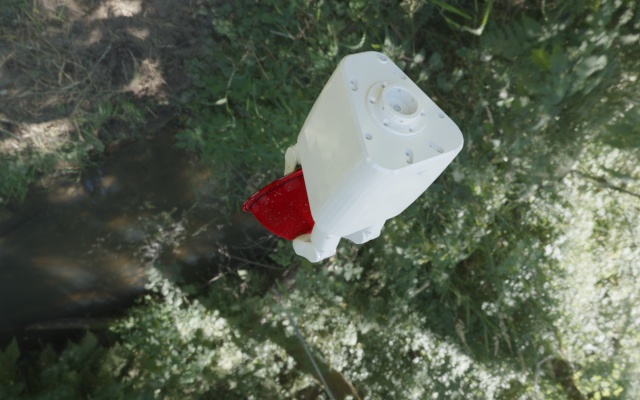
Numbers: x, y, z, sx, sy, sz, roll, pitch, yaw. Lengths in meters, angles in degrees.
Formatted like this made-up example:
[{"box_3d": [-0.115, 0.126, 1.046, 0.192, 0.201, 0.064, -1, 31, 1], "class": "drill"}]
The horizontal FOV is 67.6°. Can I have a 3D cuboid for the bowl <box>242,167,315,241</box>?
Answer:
[{"box_3d": [0.000, 0.002, 0.521, 0.162, 0.055, 0.162, -23, -7, -3], "class": "bowl"}]
